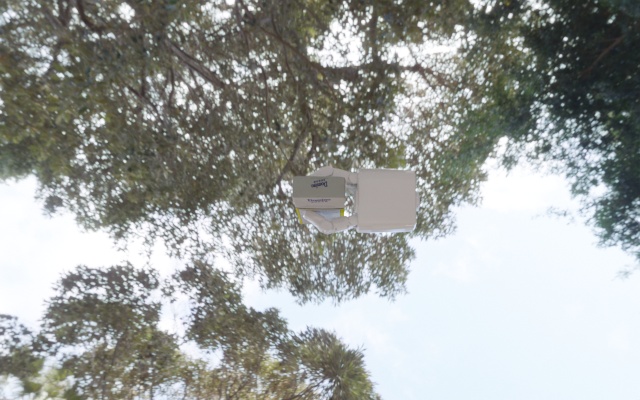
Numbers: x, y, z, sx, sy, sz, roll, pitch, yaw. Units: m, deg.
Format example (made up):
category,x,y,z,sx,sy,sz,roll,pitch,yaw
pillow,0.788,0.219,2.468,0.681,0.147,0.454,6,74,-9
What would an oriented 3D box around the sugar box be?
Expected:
category,x,y,z,sx,sy,sz,roll,pitch,yaw
sugar box,0.000,0.002,0.895,0.093,0.048,0.176,1,-20,2
